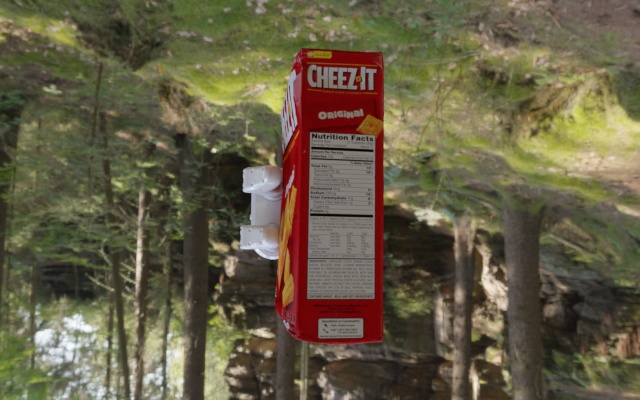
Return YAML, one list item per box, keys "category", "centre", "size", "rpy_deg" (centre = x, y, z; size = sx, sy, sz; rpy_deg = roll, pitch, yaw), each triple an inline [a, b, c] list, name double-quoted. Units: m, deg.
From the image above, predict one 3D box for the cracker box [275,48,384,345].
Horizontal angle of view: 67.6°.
- category: "cracker box"
  centre: [0.000, 0.002, 0.417]
  size: [0.072, 0.213, 0.164]
  rpy_deg: [1, -5, -10]
